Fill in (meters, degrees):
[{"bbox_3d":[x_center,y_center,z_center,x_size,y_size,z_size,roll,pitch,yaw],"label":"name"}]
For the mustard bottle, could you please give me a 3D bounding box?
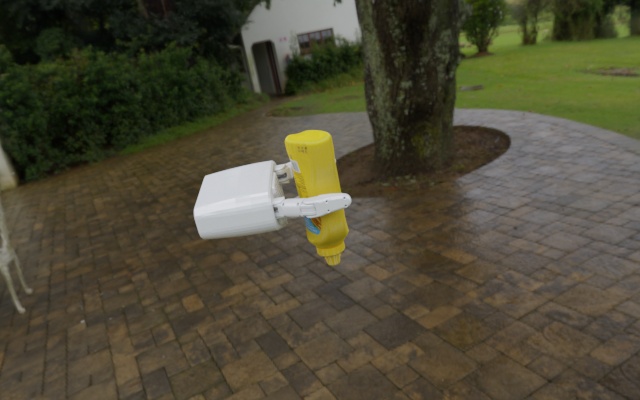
[{"bbox_3d":[0.000,0.002,0.665,0.058,0.192,0.096,-18,19,-18],"label":"mustard bottle"}]
